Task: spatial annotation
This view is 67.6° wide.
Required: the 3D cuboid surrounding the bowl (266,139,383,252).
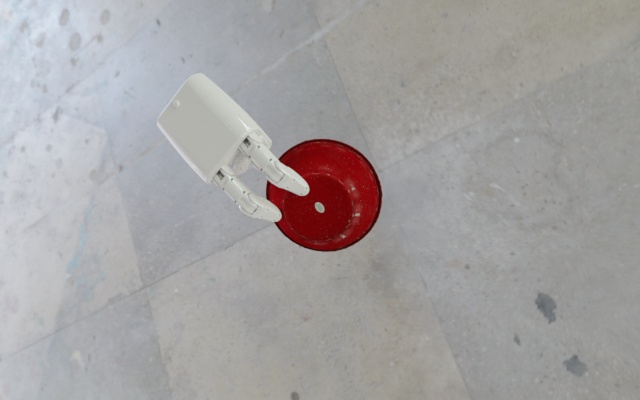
[{"bbox_3d":[0.001,0.003,0.632,0.162,0.162,0.055,0,16,8],"label":"bowl"}]
